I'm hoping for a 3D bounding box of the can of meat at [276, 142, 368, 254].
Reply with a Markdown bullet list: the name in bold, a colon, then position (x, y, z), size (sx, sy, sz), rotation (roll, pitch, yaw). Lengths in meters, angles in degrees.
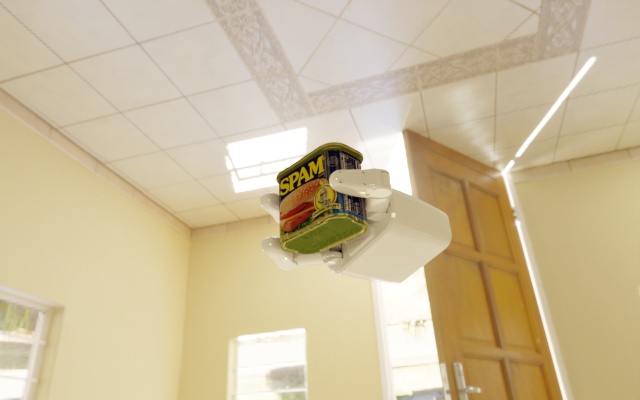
- **can of meat**: position (0.000, 0.002, 0.498), size (0.057, 0.084, 0.102), rotation (21, -36, -39)
